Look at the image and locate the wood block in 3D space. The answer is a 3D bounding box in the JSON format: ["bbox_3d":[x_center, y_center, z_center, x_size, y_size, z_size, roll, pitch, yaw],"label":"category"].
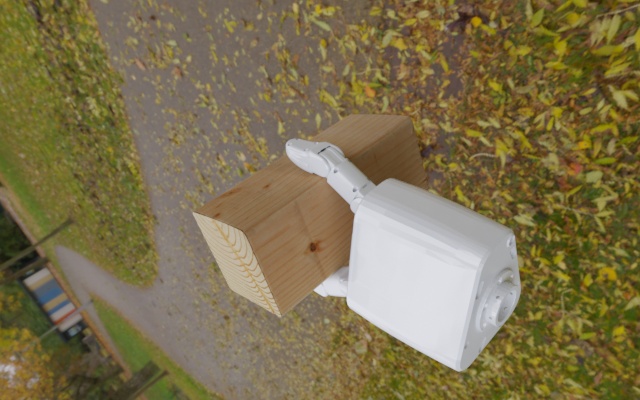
[{"bbox_3d":[0.000,0.001,0.457,0.206,0.091,0.090,-36,30,-30],"label":"wood block"}]
